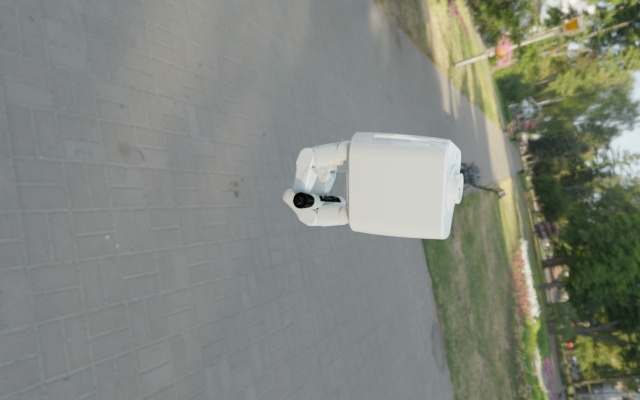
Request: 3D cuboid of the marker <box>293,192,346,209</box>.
[{"bbox_3d":[0.000,0.002,0.580,0.020,0.020,0.121,0,-2,24],"label":"marker"}]
